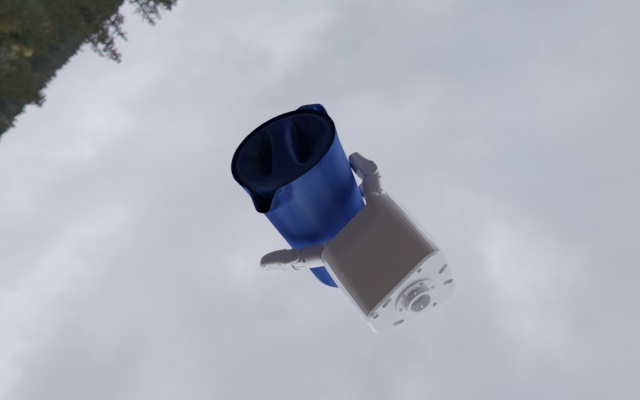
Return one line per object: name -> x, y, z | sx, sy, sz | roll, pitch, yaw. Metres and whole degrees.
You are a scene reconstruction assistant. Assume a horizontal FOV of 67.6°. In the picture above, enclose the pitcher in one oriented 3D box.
pitcher -> 0.000, 0.002, 0.636 | 0.149, 0.243, 0.145 | -34, 43, -5
